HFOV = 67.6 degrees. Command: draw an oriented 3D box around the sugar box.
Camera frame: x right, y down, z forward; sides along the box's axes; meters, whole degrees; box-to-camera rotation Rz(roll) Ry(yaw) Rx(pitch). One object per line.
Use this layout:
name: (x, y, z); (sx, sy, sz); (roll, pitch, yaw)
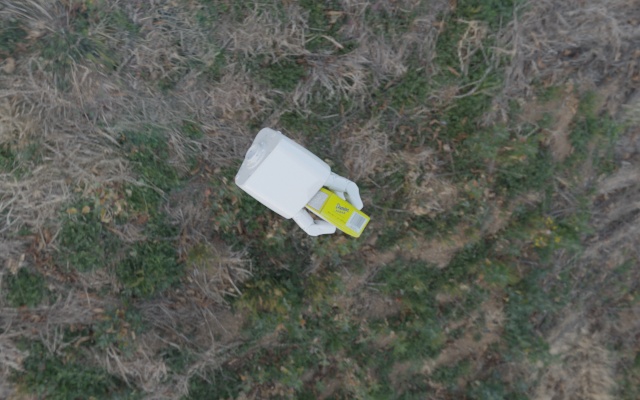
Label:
sugar box: (0.000, 0.002, 0.836); (0.093, 0.048, 0.176); (34, 0, -33)
